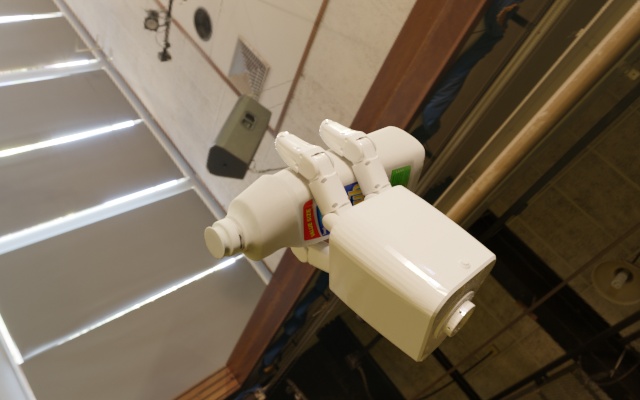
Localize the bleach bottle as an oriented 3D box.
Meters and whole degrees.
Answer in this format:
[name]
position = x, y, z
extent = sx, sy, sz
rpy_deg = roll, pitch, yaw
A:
[bleach bottle]
position = 0.000, 0.001, 0.470
extent = 0.250, 0.103, 0.068
rpy_deg = -24, 52, -40
